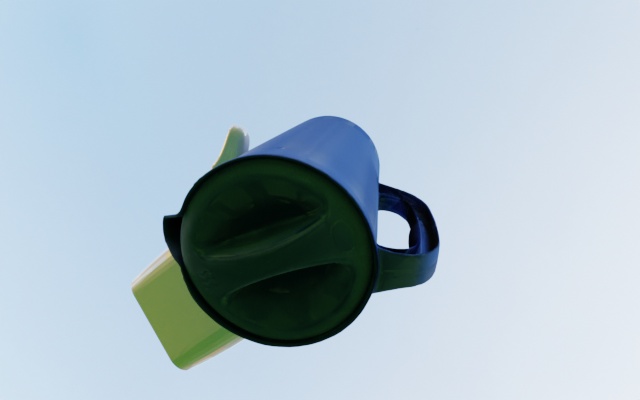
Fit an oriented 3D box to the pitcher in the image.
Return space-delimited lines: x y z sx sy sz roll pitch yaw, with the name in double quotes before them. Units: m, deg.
"pitcher" 0.000 0.001 0.404 0.145 0.149 0.242 -38 8 21
